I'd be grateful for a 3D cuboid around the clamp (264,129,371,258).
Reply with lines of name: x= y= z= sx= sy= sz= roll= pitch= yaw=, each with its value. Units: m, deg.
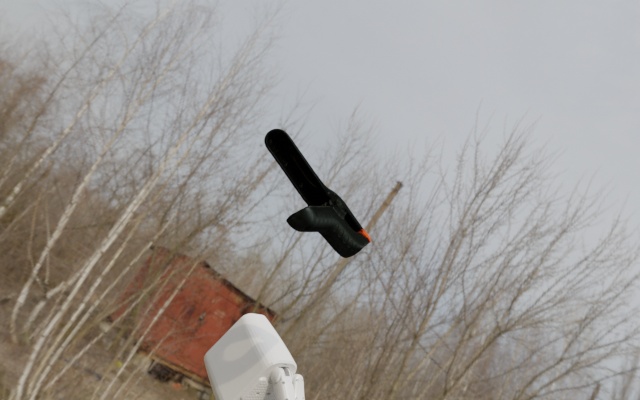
clamp: x=0.001 y=0.001 z=0.487 sx=0.039 sy=0.120 sz=0.171 roll=-24 pitch=-31 yaw=15
